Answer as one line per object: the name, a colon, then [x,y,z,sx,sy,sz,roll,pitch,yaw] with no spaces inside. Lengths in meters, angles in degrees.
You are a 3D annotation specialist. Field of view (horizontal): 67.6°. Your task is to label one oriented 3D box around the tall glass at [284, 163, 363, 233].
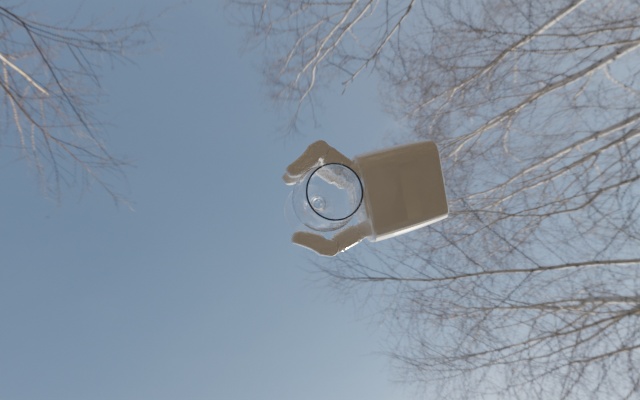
tall glass: [0.000,0.002,0.596,0.079,0.079,0.201,0,-6,-9]
